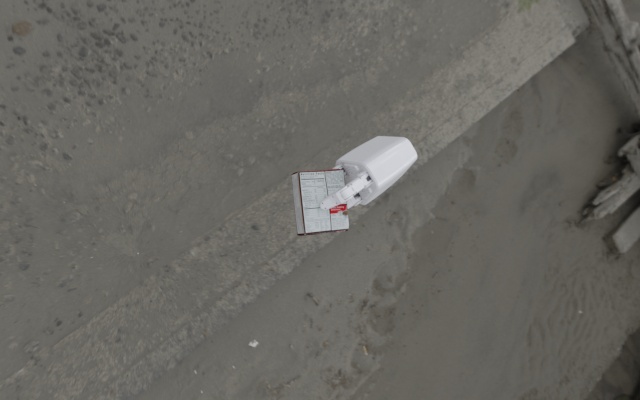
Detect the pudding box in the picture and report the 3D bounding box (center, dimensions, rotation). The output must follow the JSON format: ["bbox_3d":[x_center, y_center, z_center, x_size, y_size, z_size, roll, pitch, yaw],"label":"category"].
[{"bbox_3d":[0.000,0.003,0.842,0.090,0.113,0.039,-4,-5,-23],"label":"pudding box"}]
